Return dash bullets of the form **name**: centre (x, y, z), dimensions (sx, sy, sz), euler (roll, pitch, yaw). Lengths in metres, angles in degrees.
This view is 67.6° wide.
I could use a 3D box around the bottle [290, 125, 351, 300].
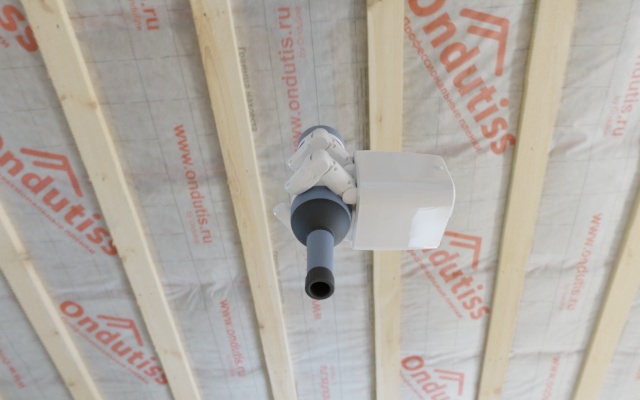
- **bottle**: centre (0.000, 0.002, 0.554), dimensions (0.069, 0.069, 0.295), euler (0, 32, 0)
